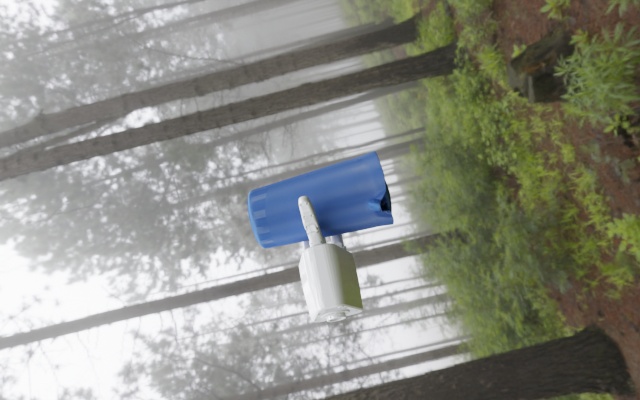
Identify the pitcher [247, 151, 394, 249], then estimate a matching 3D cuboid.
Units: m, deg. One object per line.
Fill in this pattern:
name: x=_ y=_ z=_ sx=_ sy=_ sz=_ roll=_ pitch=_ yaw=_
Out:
pitcher: x=0.000 y=0.003 z=0.854 sx=0.243 sy=0.145 sz=0.149 roll=-14 pitch=-24 yaw=2
